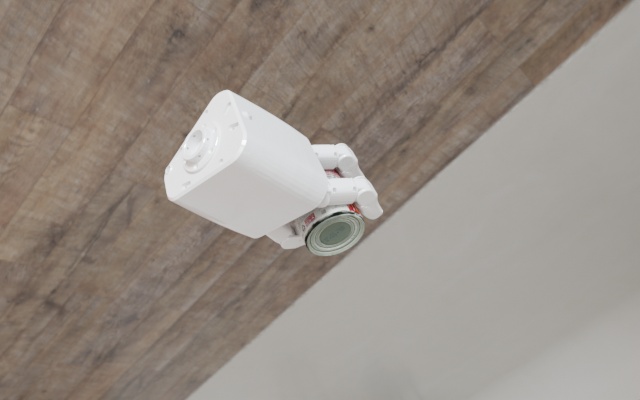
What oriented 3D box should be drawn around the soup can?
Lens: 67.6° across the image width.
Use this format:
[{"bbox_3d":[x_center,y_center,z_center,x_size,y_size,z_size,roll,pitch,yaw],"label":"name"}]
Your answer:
[{"bbox_3d":[0.000,0.002,0.527,0.068,0.068,0.102,0,44,-27],"label":"soup can"}]
